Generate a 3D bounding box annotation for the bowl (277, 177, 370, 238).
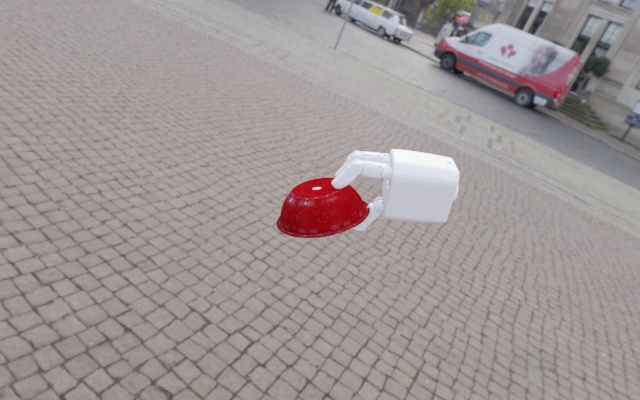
[{"bbox_3d":[-0.001,0.003,0.806,0.162,0.055,0.162,-9,22,4],"label":"bowl"}]
